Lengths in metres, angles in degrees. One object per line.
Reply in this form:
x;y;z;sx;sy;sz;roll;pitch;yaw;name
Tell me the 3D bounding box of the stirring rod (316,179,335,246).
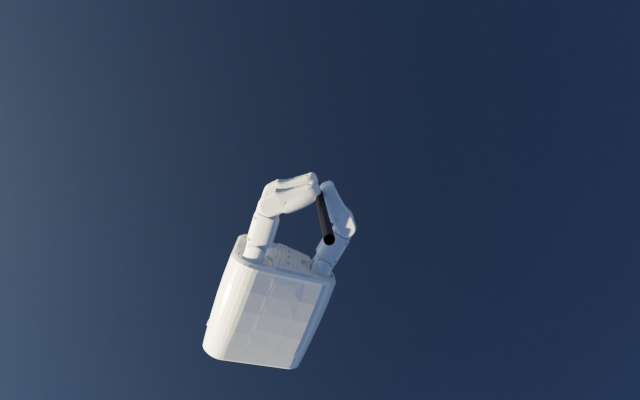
0.000;0.001;0.435;0.011;0.011;0.239;0;12;-3;stirring rod
